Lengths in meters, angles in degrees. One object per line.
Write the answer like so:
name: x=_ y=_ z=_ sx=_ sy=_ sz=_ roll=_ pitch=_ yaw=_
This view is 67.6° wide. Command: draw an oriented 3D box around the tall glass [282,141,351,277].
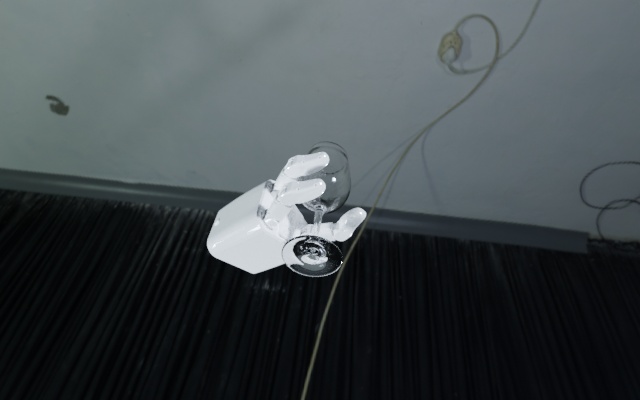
tall glass: x=0.000 y=0.003 z=0.647 sx=0.079 sy=0.079 sz=0.200 roll=0 pitch=42 yaw=9
